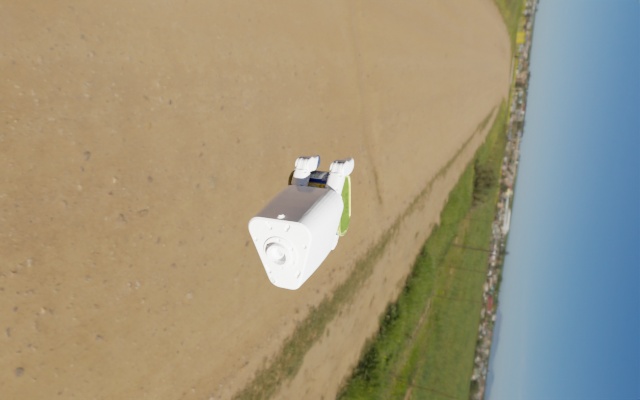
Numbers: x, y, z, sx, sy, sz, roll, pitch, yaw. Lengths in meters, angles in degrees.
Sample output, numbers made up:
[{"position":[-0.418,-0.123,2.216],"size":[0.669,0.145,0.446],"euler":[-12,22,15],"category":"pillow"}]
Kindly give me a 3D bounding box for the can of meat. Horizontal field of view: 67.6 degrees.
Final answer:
[{"position":[0.000,0.003,0.752],"size":[0.084,0.102,0.057],"euler":[7,23,22],"category":"can of meat"}]
